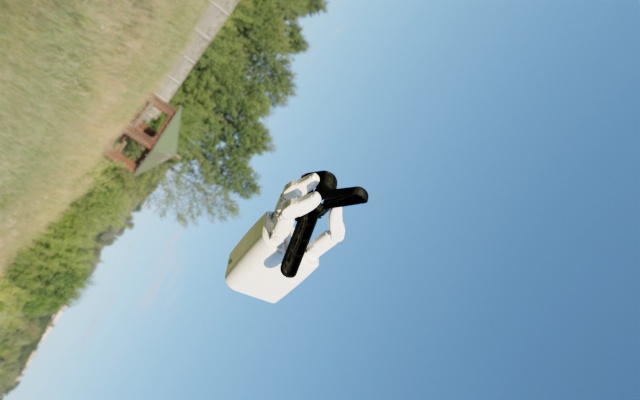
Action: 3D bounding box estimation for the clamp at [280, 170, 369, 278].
[{"bbox_3d":[0.001,0.003,0.716,0.036,0.164,0.209,38,22,-22],"label":"clamp"}]
